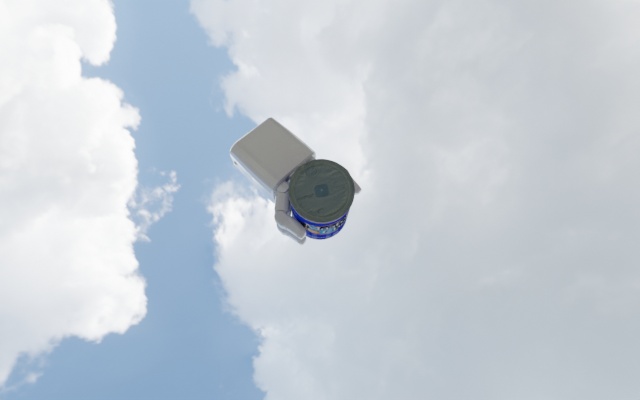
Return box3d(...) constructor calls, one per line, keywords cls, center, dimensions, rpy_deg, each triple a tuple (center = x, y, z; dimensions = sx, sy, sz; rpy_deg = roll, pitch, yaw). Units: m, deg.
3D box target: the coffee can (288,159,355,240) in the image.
box3d(cls="coffee can", center=(0.000, 0.003, 0.797), dimensions=(0.103, 0.102, 0.140), rpy_deg=(0, -16, -1))
